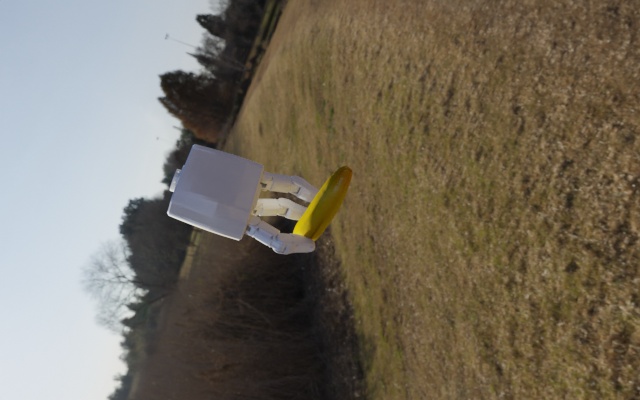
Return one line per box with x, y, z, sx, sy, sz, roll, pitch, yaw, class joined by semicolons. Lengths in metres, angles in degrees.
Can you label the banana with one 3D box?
-0.006;0.019;0.680;0.037;0.069;0.198;21;-28;-9;banana
